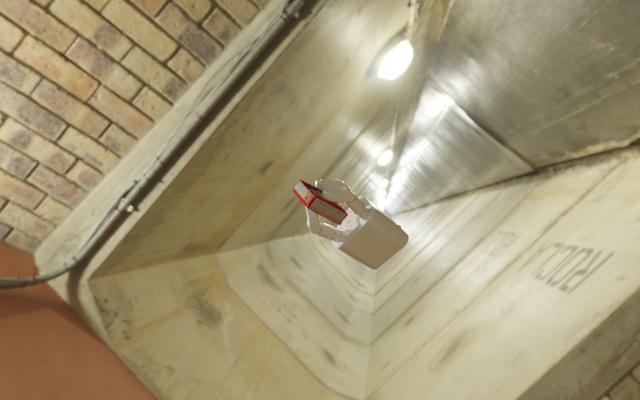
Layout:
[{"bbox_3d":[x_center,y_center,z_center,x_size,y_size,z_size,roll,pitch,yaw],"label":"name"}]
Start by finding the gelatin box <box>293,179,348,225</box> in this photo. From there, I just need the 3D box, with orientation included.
[{"bbox_3d":[0.000,0.003,0.893,0.089,0.030,0.073,28,13,-37],"label":"gelatin box"}]
